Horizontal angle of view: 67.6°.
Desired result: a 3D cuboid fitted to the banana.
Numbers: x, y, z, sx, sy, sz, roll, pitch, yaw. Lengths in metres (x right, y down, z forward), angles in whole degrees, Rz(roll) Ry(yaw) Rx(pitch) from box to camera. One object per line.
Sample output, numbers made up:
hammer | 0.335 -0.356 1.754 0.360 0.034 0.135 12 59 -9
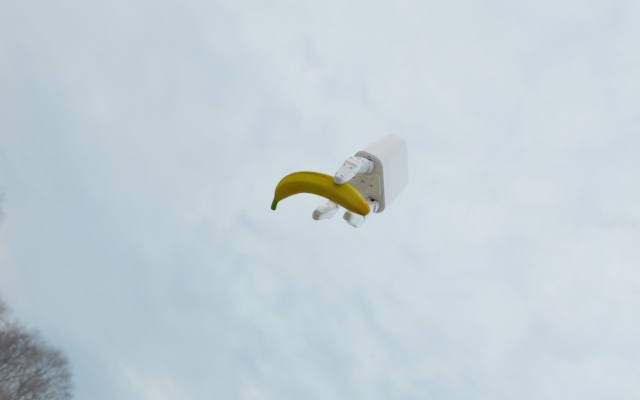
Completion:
banana | -0.006 -0.015 0.784 0.198 0.070 0.037 3 24 37
